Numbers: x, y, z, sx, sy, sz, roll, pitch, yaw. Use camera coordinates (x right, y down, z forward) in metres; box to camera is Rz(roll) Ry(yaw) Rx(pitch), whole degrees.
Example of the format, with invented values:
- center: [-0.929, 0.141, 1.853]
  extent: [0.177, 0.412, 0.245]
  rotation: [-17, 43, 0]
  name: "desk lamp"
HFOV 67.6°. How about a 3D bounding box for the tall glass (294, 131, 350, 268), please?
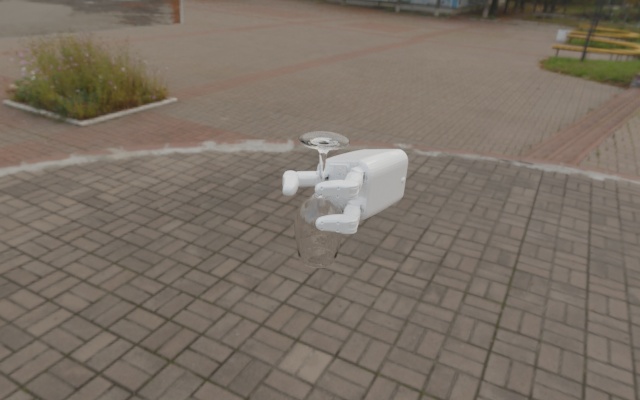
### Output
- center: [0.000, 0.002, 0.724]
  extent: [0.079, 0.201, 0.079]
  rotation: [3, 26, -1]
  name: "tall glass"
